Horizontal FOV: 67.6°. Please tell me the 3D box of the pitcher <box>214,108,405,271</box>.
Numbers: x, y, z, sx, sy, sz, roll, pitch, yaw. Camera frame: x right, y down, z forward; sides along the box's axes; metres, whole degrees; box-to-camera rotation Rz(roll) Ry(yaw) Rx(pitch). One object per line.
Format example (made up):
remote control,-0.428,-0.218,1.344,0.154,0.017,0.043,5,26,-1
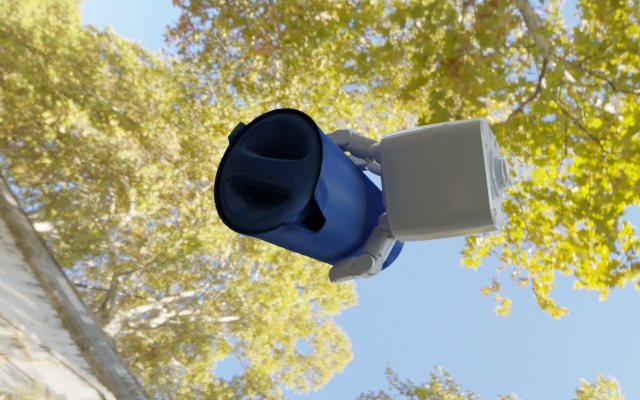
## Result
pitcher,0.000,0.002,0.555,0.145,0.149,0.243,-9,-24,30
